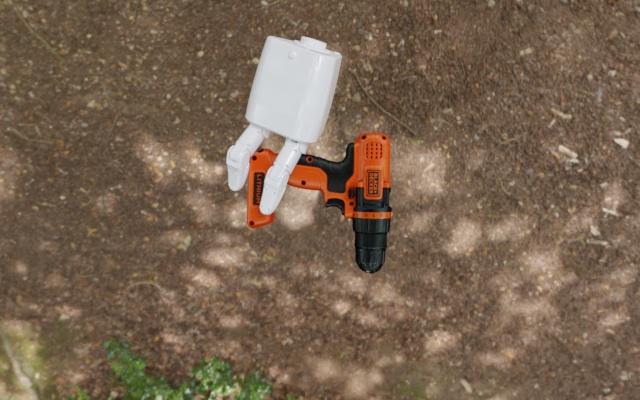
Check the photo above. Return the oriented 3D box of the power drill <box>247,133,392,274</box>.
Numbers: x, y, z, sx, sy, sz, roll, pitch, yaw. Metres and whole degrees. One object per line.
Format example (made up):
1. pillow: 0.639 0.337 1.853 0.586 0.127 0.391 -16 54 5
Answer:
1. power drill: 0.000 0.002 0.629 0.187 0.184 0.057 2 0 0
